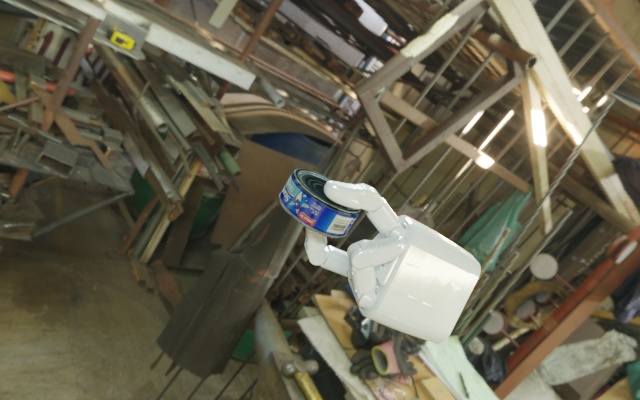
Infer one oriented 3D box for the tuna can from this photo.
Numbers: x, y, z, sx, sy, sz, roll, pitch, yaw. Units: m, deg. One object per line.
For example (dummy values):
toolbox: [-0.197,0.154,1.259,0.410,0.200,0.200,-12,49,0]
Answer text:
tuna can: [0.000,0.001,0.515,0.086,0.034,0.086,28,19,-11]
